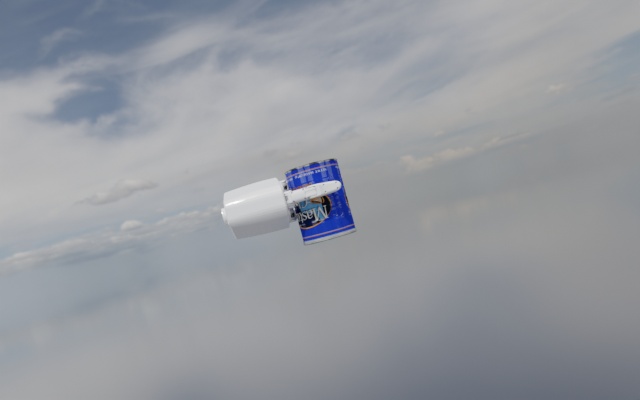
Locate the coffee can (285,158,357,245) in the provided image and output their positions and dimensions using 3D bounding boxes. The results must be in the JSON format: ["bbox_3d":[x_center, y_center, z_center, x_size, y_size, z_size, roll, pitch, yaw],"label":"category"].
[{"bbox_3d":[0.000,0.003,0.892,0.103,0.140,0.103,-15,-2,-1],"label":"coffee can"}]
